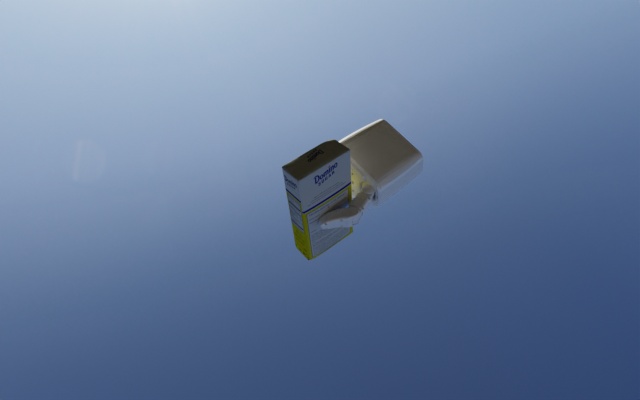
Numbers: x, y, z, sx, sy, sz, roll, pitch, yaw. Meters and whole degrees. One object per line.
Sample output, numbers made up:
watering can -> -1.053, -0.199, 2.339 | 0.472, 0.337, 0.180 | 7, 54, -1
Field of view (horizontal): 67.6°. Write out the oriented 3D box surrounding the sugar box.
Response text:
sugar box -> 0.000, 0.002, 0.705 | 0.093, 0.176, 0.048 | -32, 49, -24
